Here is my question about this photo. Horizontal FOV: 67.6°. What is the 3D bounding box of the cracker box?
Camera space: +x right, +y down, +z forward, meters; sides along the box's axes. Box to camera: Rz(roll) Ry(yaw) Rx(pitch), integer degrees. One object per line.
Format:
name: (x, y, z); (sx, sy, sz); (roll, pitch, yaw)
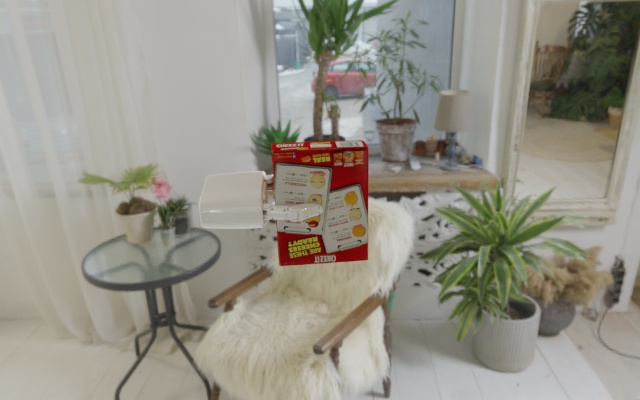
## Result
cracker box: (0.000, 0.003, 0.850); (0.164, 0.214, 0.072); (-3, 21, -3)
